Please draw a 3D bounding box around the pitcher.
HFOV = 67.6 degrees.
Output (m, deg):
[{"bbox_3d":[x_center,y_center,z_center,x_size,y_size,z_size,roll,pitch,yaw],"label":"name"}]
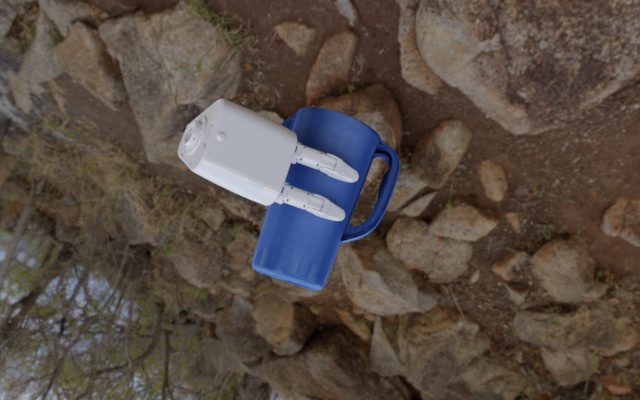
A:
[{"bbox_3d":[0.000,0.002,0.686,0.145,0.243,0.149,25,-11,-36],"label":"pitcher"}]
